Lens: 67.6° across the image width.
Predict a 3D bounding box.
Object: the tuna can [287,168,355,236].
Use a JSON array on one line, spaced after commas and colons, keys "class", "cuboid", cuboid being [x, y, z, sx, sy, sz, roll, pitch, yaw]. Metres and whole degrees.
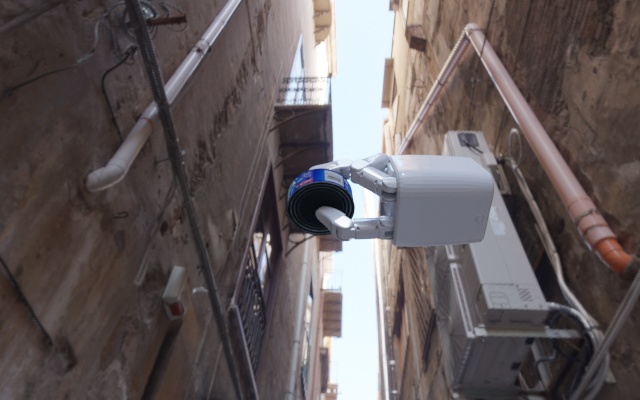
[{"class": "tuna can", "cuboid": [0.000, 0.002, 0.609, 0.086, 0.086, 0.033, 0, 38, -2]}]
